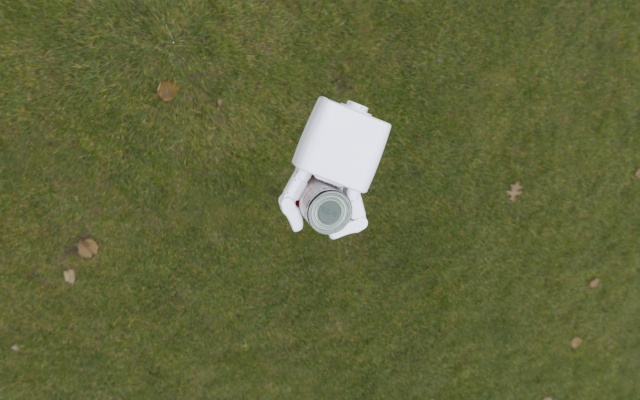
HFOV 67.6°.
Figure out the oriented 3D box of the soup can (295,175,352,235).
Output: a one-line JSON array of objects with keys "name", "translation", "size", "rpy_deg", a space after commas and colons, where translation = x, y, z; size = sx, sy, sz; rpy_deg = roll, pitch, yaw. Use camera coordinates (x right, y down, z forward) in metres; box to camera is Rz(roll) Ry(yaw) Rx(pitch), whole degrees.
[{"name": "soup can", "translation": [0.000, 0.003, 0.712], "size": [0.068, 0.068, 0.102], "rpy_deg": [0, 17, -17]}]
